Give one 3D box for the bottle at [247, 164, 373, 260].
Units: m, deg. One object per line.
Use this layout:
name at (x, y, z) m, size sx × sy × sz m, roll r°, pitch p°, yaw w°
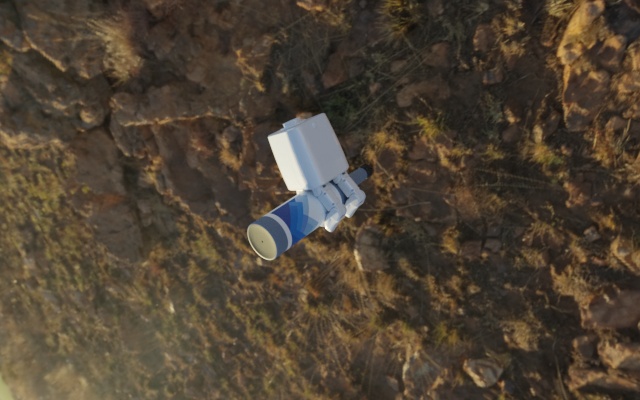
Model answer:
bottle at (0.000, 0.003, 0.844) m, size 0.069 × 0.069 × 0.295 m, roll 0°, pitch 25°, yaw 44°
